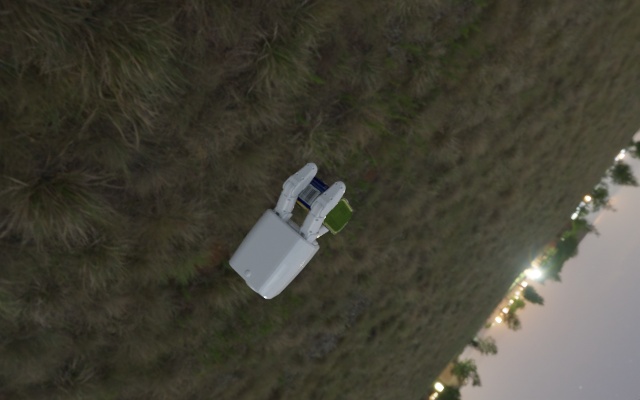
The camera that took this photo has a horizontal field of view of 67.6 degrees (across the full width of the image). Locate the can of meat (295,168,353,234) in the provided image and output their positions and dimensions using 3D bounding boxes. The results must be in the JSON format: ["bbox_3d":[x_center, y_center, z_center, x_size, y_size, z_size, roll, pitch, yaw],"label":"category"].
[{"bbox_3d":[0.000,0.003,0.767,0.084,0.057,0.102,39,-4,24],"label":"can of meat"}]
